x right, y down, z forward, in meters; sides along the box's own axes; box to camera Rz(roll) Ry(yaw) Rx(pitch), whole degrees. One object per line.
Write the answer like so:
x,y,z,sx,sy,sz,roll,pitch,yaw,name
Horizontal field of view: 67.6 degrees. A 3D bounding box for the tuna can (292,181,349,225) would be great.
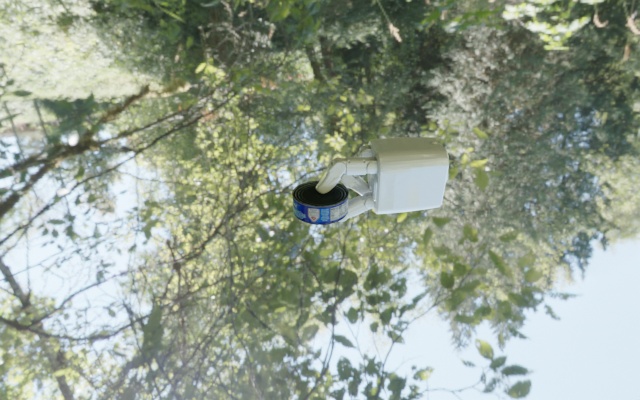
0.000,0.003,0.726,0.086,0.034,0.086,0,28,0,tuna can
